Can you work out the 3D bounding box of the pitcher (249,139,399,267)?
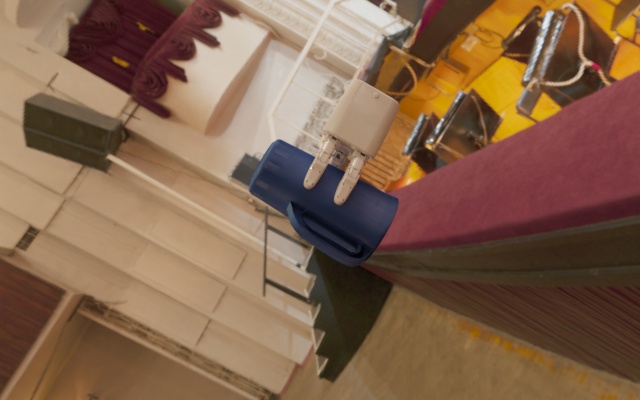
[{"bbox_3d":[0.000,0.003,0.820,0.243,0.145,0.149,29,-3,-4],"label":"pitcher"}]
